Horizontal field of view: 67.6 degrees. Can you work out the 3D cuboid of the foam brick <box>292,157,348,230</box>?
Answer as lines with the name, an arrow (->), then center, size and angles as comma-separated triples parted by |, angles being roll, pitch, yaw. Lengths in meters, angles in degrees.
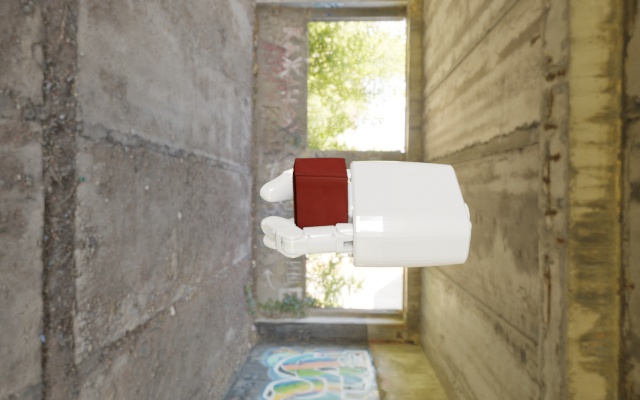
foam brick -> 0.000, 0.001, 0.467 | 0.051, 0.078, 0.053 | -1, 25, 0
